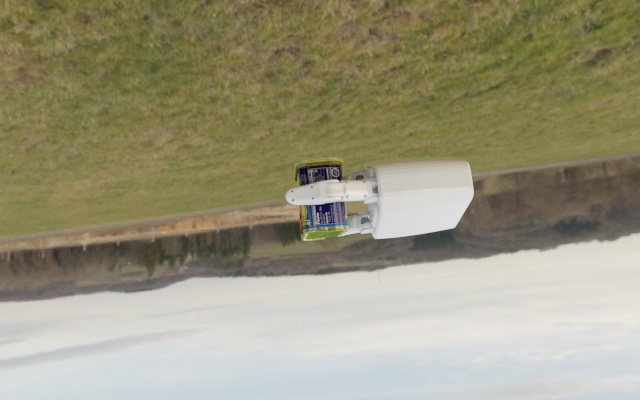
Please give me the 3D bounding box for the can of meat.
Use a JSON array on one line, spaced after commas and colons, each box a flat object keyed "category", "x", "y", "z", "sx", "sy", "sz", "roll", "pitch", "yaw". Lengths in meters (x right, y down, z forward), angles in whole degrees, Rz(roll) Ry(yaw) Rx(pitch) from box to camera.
[{"category": "can of meat", "x": 0.000, "y": 0.002, "z": 0.581, "sx": 0.057, "sy": 0.084, "sz": 0.102, "roll": -5, "pitch": -10, "yaw": -6}]
